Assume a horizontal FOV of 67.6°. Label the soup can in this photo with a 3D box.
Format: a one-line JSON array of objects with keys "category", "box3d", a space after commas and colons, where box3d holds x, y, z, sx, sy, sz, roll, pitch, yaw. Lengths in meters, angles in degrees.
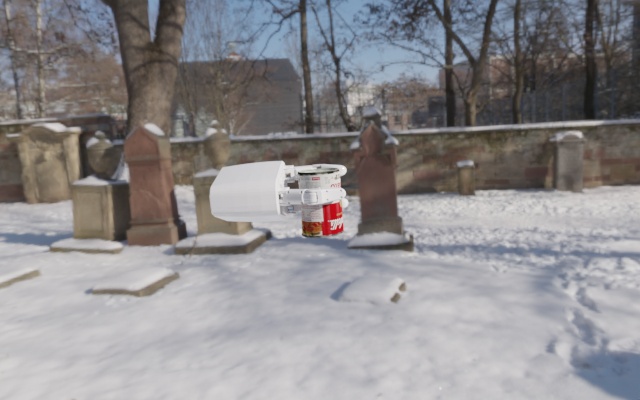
[{"category": "soup can", "box3d": [0.001, 0.002, 0.755, 0.068, 0.102, 0.068, -4, 9, 1]}]
